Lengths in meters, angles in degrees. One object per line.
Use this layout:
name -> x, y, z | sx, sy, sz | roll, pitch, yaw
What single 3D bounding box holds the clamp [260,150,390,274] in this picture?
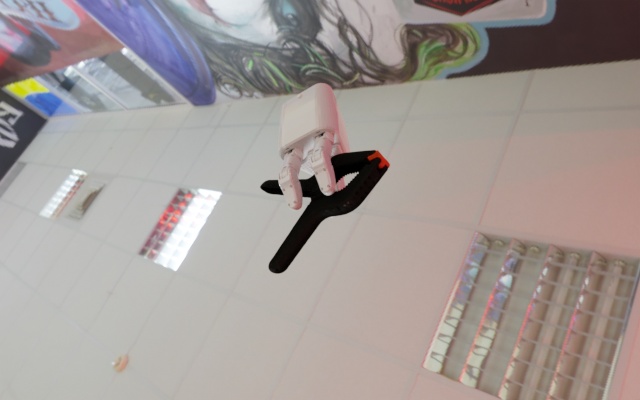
clamp -> 0.001, 0.002, 0.658 | 0.210, 0.164, 0.036 | -25, -41, 25
